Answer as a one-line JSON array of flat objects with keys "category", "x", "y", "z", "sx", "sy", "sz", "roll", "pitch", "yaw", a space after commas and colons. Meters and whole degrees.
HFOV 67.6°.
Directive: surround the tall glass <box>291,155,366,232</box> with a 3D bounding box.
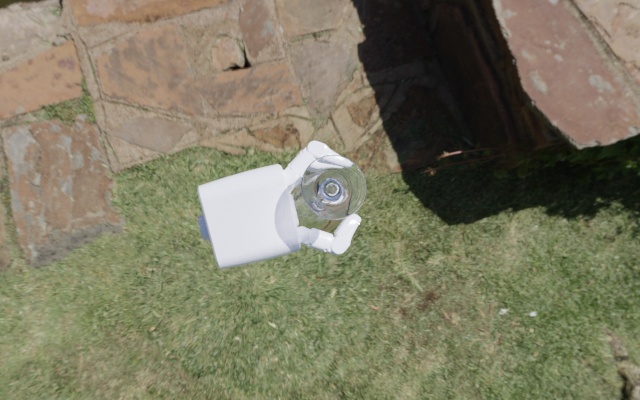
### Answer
[{"category": "tall glass", "x": 0.000, "y": 0.002, "z": 0.628, "sx": 0.079, "sy": 0.079, "sz": 0.201, "roll": 0, "pitch": -10, "yaw": -8}]
